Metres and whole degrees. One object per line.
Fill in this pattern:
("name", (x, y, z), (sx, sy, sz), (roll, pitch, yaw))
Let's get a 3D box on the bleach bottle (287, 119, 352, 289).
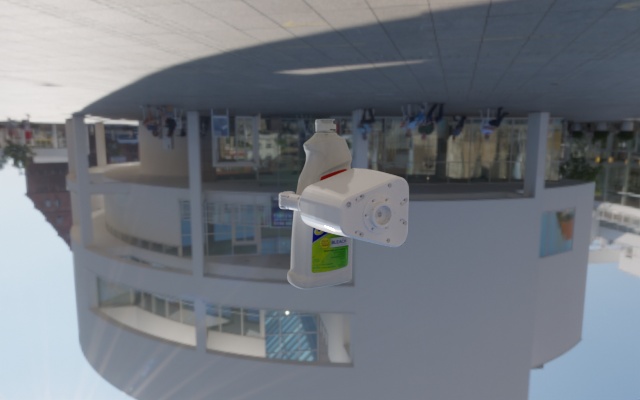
("bleach bottle", (0.000, 0.002, 0.732), (0.102, 0.251, 0.068), (-5, 10, -29))
